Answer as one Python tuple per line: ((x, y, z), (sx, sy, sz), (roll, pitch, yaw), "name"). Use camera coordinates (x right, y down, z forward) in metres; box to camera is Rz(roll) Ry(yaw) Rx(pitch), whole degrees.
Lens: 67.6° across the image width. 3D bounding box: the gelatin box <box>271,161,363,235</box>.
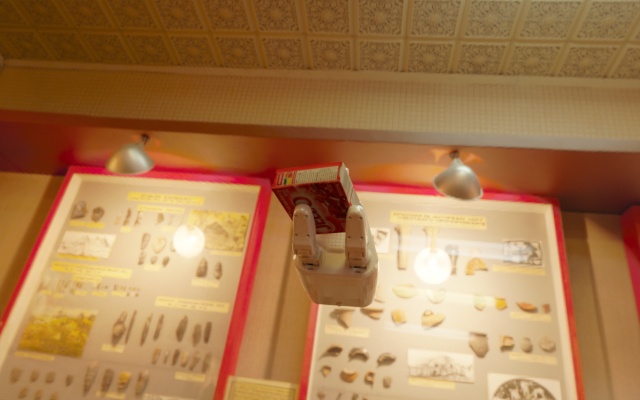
((0.000, 0.001, 0.501), (0.073, 0.030, 0.089), (-5, -39, 20), "gelatin box")
